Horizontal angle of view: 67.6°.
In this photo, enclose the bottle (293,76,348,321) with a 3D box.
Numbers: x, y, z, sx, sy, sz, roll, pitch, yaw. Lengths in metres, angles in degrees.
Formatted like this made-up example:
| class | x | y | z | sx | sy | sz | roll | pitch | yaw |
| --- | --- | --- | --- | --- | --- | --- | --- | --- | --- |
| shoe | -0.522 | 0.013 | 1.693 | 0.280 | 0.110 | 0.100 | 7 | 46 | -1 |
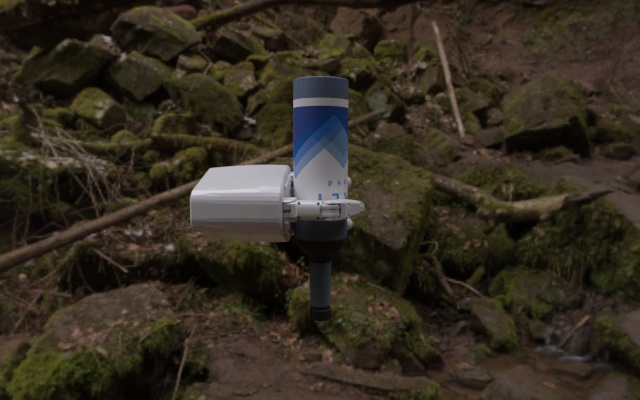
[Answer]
| class | x | y | z | sx | sy | sz | roll | pitch | yaw |
| --- | --- | --- | --- | --- | --- | --- | --- | --- | --- |
| bottle | 0.000 | 0.002 | 0.589 | 0.069 | 0.296 | 0.069 | 0 | 6 | 0 |
